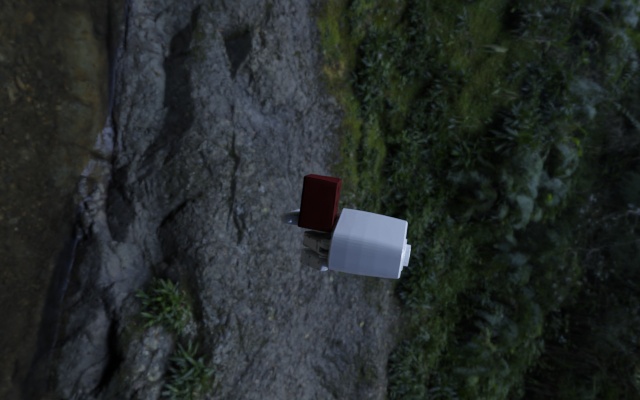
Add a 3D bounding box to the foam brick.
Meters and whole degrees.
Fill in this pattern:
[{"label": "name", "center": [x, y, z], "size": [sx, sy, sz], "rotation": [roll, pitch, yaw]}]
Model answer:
[{"label": "foam brick", "center": [0.000, 0.002, 0.721], "size": [0.051, 0.078, 0.053], "rotation": [9, 11, 10]}]
